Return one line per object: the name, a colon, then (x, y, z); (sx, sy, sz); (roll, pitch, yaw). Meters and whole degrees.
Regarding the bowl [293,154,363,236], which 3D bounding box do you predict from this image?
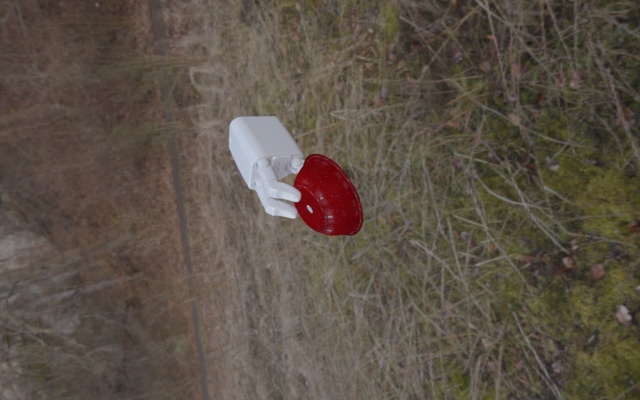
bowl: (0.001, 0.004, 0.827); (0.055, 0.162, 0.162); (-31, 16, -28)
